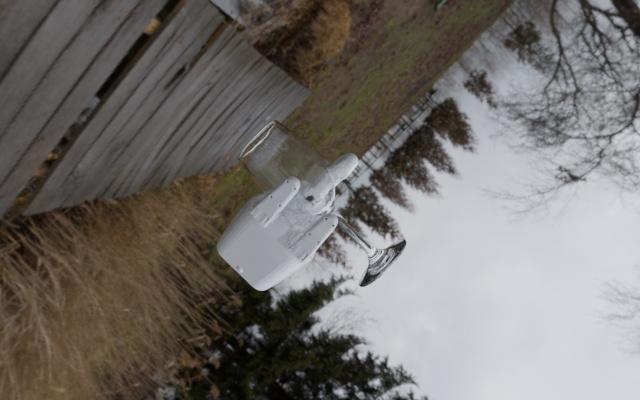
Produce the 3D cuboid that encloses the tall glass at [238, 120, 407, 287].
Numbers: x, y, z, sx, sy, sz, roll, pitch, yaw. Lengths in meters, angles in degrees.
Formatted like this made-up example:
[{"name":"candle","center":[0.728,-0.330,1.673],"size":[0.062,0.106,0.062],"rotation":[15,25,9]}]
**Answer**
[{"name":"tall glass","center":[0.001,0.002,0.539],"size":[0.201,0.079,0.079],"rotation":[45,3,-3]}]
